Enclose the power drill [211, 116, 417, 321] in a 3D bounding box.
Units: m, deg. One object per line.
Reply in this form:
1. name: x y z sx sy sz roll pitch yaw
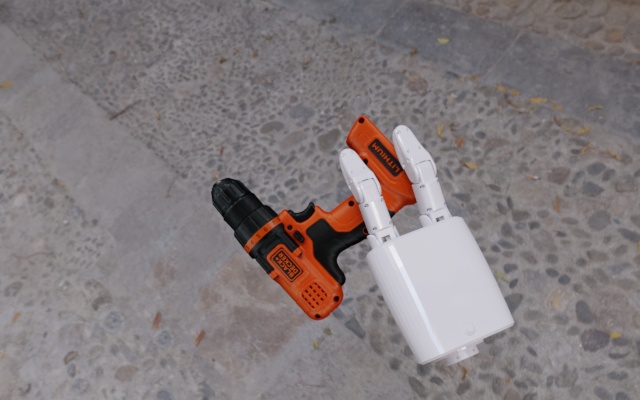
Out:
1. power drill: 0.001 0.002 0.501 0.187 0.184 0.057 -43 -6 3
